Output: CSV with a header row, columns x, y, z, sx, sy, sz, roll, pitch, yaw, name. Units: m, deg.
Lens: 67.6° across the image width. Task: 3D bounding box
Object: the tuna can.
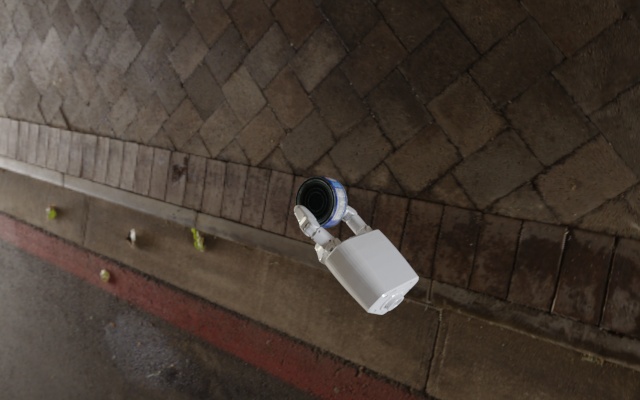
x,y,z,sx,sy,sz,roll,pitch,yaw,name
0.000,0.003,0.787,0.086,0.086,0.034,0,-2,37,tuna can
